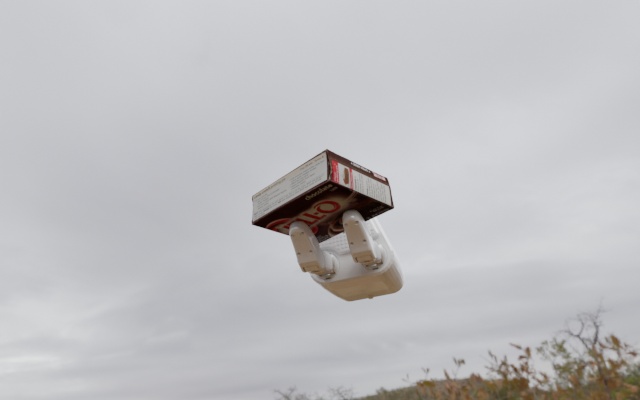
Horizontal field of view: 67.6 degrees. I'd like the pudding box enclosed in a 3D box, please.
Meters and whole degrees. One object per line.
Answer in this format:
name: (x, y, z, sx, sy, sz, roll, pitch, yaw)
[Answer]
pudding box: (0.000, 0.001, 0.471, 0.090, 0.039, 0.113, 20, -38, -40)
